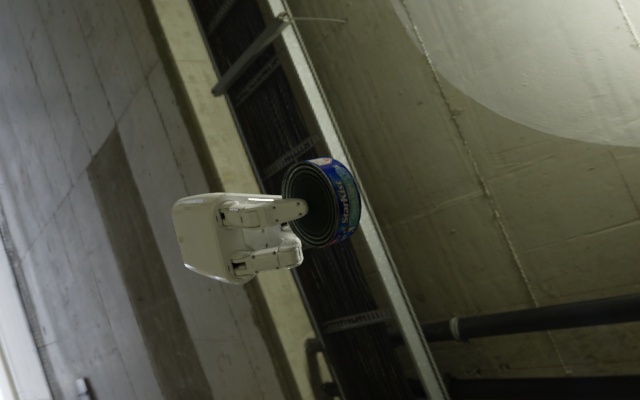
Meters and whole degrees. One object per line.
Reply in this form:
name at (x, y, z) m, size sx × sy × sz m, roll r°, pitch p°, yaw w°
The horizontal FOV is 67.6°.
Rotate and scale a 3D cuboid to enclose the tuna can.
tuna can at (0.001, 0.001, 0.466) m, size 0.034 × 0.086 × 0.086 m, roll -15°, pitch 9°, yaw -37°
